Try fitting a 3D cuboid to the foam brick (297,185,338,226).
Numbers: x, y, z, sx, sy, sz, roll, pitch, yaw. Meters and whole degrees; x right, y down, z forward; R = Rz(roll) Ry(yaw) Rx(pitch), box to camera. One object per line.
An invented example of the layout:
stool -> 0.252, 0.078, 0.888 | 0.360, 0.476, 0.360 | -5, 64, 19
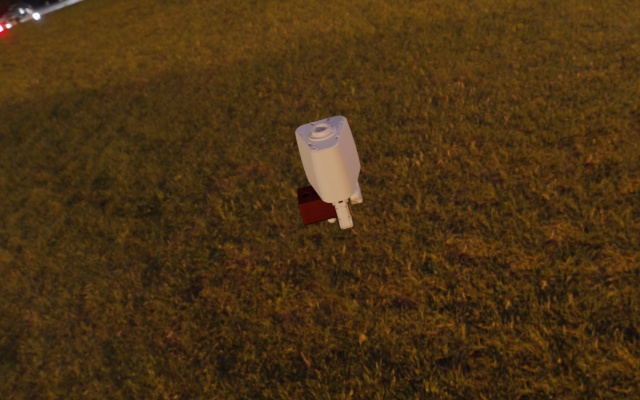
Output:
foam brick -> 0.000, 0.003, 0.872 | 0.078, 0.051, 0.053 | -14, 37, 5
